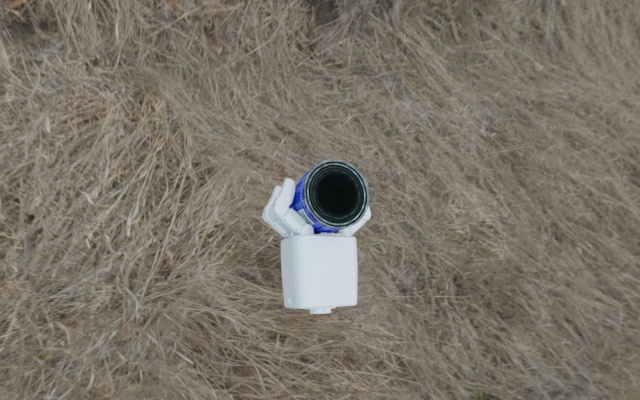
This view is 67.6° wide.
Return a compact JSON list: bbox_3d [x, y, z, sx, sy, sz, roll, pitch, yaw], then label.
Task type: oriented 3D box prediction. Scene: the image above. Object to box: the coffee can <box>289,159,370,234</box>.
[{"bbox_3d":[0.000,0.002,0.748,0.103,0.103,0.140,0,-10,-21],"label":"coffee can"}]
